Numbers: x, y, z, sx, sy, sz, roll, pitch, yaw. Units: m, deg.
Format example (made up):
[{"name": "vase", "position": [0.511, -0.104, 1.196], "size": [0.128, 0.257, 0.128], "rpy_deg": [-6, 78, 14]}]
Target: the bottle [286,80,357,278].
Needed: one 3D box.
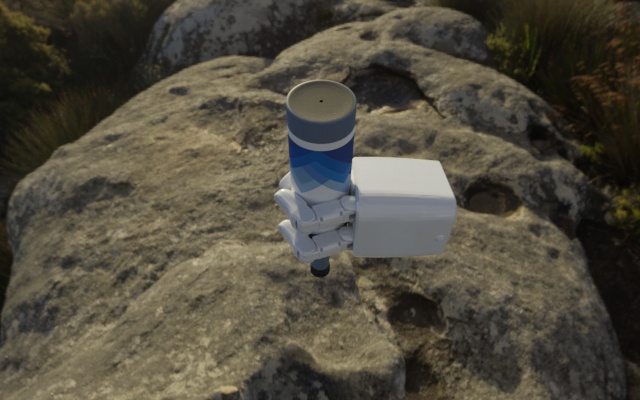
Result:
[{"name": "bottle", "position": [0.000, 0.002, 0.557], "size": [0.069, 0.069, 0.296], "rpy_deg": [0, -40, 0]}]
